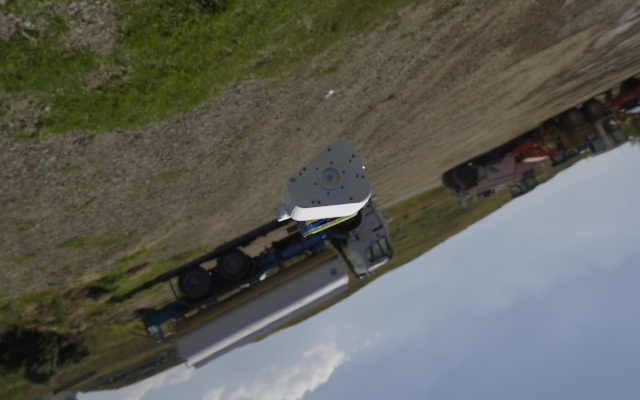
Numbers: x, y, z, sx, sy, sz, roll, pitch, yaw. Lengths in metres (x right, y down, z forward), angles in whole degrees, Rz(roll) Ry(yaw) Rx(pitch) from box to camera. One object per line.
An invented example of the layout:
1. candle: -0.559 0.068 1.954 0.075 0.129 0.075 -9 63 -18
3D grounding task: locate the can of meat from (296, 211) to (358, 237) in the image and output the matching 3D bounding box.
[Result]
1. can of meat: 0.000 0.003 0.777 0.102 0.084 0.057 -22 -6 -12
